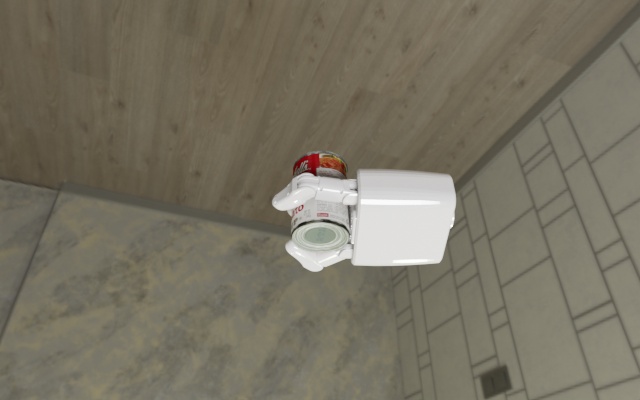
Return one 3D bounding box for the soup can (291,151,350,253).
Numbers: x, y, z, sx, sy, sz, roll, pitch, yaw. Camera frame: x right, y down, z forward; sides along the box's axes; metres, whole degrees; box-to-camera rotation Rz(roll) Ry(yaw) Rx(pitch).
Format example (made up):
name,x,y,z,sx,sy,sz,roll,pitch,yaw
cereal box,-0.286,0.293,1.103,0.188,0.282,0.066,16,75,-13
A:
name,x,y,z,sx,sy,sz,roll,pitch,yaw
soup can,0.000,0.002,0.561,0.068,0.102,0.069,0,-36,0
